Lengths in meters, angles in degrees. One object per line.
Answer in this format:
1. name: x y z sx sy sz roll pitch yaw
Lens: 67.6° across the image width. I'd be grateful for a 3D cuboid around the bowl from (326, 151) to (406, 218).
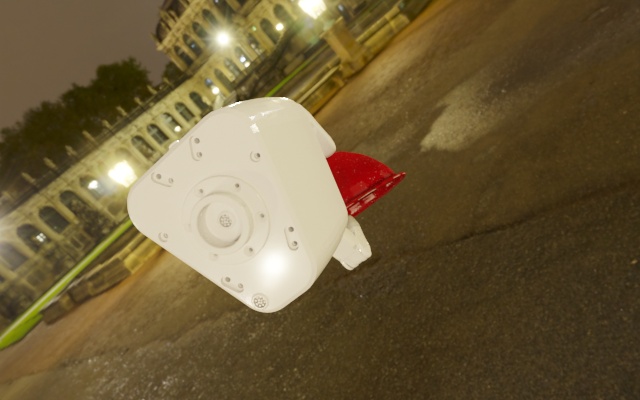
1. bowl: 0.000 0.001 0.459 0.162 0.055 0.162 -34 -8 -5
